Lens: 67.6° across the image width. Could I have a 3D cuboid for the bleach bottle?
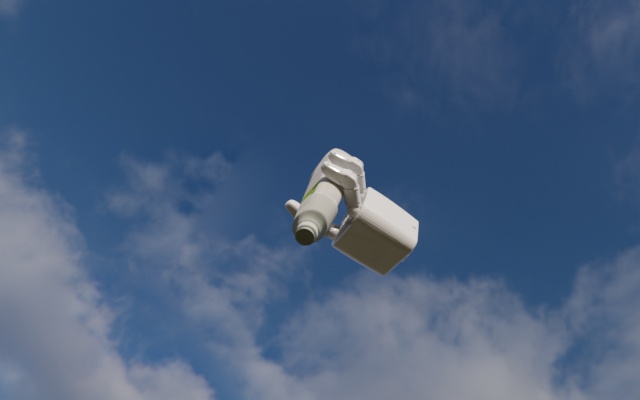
[{"bbox_3d":[0.000,0.002,0.774,0.068,0.103,0.250,33,29,-4],"label":"bleach bottle"}]
